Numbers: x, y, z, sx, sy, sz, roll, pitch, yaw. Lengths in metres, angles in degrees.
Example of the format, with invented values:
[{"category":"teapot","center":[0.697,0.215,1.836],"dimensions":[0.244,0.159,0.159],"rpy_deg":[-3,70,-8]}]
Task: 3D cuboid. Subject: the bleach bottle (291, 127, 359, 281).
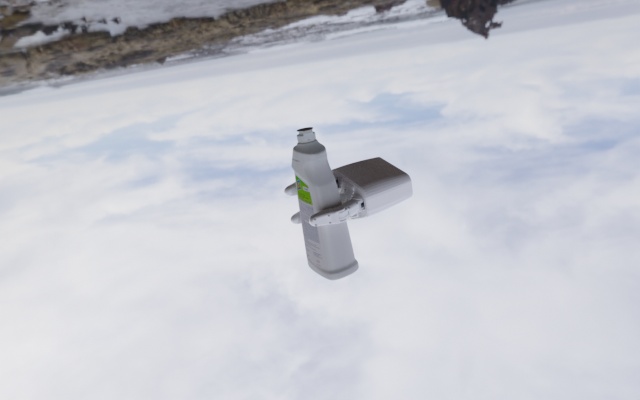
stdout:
[{"category":"bleach bottle","center":[0.000,0.003,0.808],"dimensions":[0.068,0.251,0.102],"rpy_deg":[-20,21,-27]}]
